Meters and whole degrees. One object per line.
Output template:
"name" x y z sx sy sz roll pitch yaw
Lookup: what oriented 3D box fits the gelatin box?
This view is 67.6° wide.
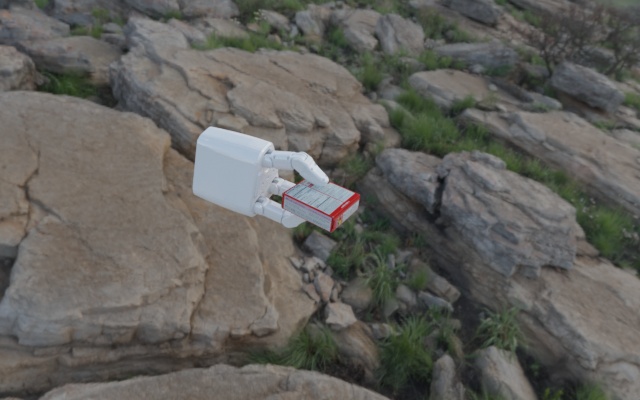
"gelatin box" 0.000 0.002 0.683 0.089 0.030 0.073 24 38 25
